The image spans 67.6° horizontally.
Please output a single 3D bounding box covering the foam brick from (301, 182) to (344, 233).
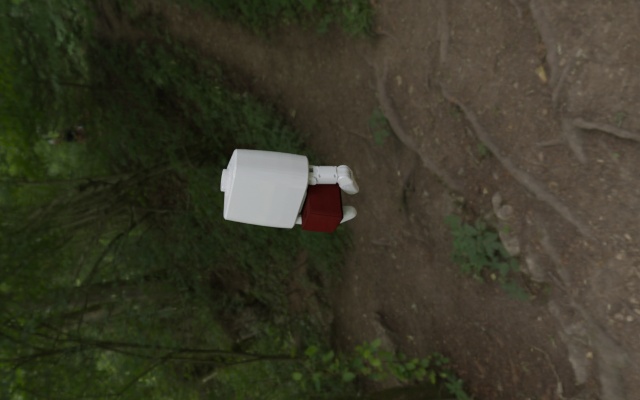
[{"bbox_3d":[0.000,0.003,0.716,0.051,0.078,0.053,6,-33,-16],"label":"foam brick"}]
